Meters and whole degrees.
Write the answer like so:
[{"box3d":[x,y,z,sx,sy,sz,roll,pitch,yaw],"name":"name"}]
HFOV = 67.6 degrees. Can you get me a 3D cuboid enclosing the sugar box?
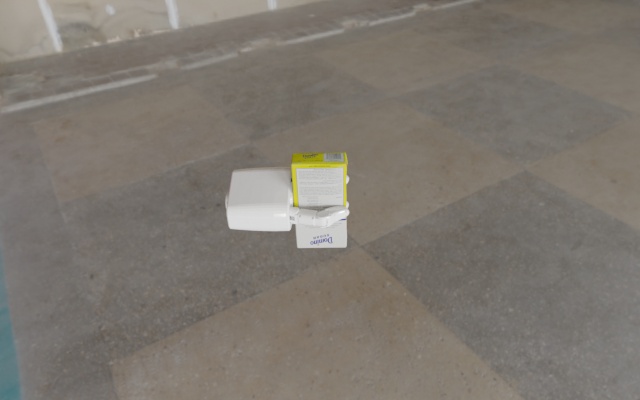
[{"box3d":[0.000,0.002,0.836,0.093,0.176,0.048,0,36,1],"name":"sugar box"}]
